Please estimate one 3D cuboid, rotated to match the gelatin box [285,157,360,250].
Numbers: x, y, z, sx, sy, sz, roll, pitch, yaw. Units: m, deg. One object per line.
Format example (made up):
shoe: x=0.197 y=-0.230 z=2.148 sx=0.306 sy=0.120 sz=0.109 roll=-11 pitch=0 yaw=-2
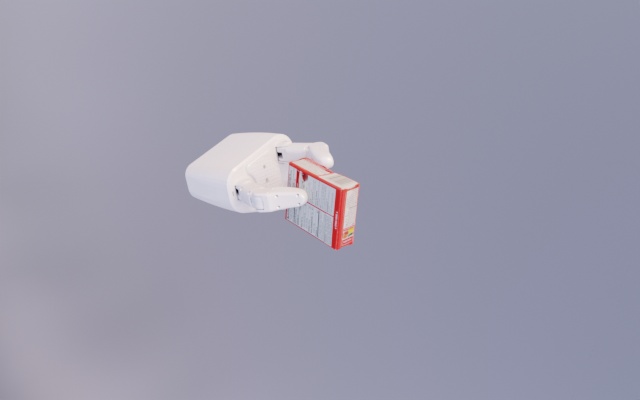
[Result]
gelatin box: x=0.000 y=0.002 z=0.523 sx=0.030 sy=0.073 sz=0.089 roll=-19 pitch=34 yaw=-38
